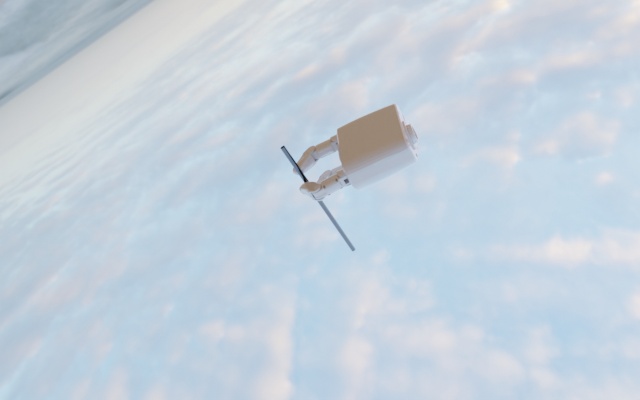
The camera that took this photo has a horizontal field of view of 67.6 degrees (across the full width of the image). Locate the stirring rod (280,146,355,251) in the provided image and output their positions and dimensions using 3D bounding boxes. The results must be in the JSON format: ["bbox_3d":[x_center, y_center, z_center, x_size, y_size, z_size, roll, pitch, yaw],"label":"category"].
[{"bbox_3d":[0.000,0.003,0.813,0.011,0.240,0.011,-26,30,16],"label":"stirring rod"}]
